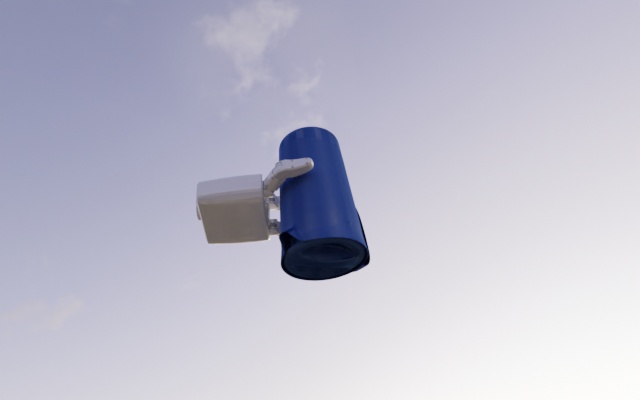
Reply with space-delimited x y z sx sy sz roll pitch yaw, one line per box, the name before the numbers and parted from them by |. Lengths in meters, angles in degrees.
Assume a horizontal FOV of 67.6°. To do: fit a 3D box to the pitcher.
pitcher | 0.000 0.003 0.788 0.145 0.242 0.149 -6 -35 -2
